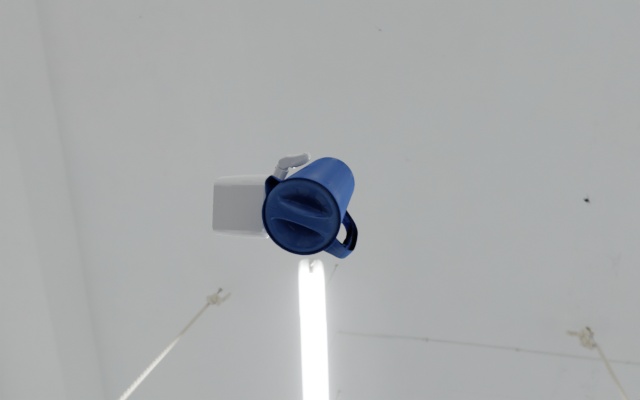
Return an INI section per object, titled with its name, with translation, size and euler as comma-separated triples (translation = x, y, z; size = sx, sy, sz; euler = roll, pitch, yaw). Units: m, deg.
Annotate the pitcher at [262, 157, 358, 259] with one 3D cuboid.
[pitcher]
translation = 0.000, 0.003, 0.875
size = 0.145, 0.149, 0.242
euler = 1, 17, 13
